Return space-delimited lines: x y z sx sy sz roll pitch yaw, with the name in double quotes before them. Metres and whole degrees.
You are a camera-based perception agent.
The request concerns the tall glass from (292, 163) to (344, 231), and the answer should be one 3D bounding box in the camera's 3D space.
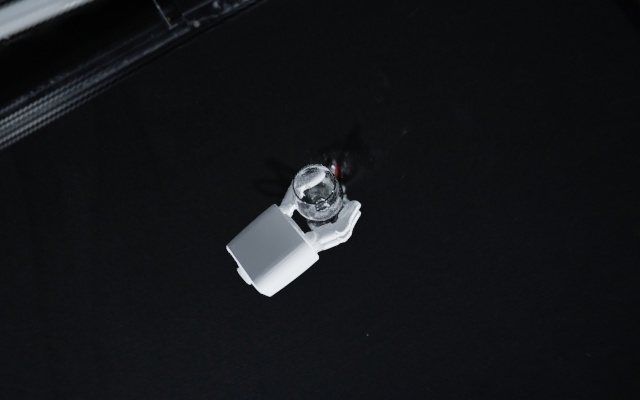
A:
"tall glass" 0.000 0.003 0.770 0.079 0.079 0.201 0 -16 6
